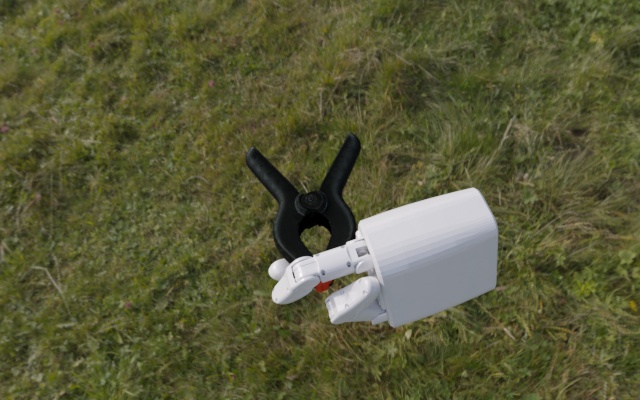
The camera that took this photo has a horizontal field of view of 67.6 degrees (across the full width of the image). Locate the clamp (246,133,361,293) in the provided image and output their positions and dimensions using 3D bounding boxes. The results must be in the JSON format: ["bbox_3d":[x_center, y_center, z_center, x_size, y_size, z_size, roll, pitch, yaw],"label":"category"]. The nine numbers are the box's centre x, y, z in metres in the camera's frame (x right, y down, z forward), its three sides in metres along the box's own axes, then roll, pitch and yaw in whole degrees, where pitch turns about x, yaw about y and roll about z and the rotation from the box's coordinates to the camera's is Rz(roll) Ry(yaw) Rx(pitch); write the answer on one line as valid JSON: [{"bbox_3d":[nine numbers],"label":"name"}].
[{"bbox_3d":[0.000,0.001,0.466,0.120,0.171,0.039,-19,-29,-1],"label":"clamp"}]
